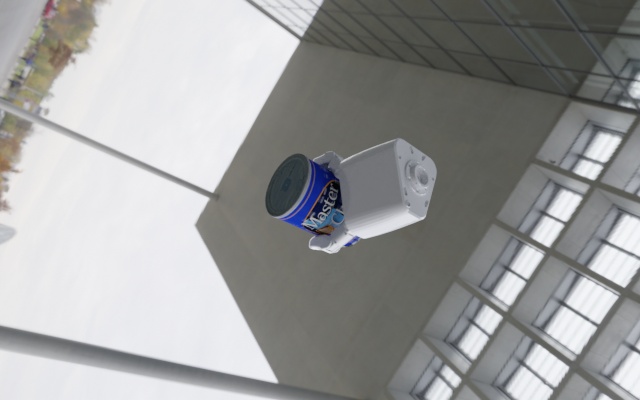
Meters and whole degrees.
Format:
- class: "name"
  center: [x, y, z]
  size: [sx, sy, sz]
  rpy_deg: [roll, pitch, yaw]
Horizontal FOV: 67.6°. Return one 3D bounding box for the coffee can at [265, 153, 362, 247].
- class: "coffee can"
  center: [0.000, 0.002, 0.746]
  size: [0.140, 0.102, 0.103]
  rpy_deg: [27, -16, -34]
